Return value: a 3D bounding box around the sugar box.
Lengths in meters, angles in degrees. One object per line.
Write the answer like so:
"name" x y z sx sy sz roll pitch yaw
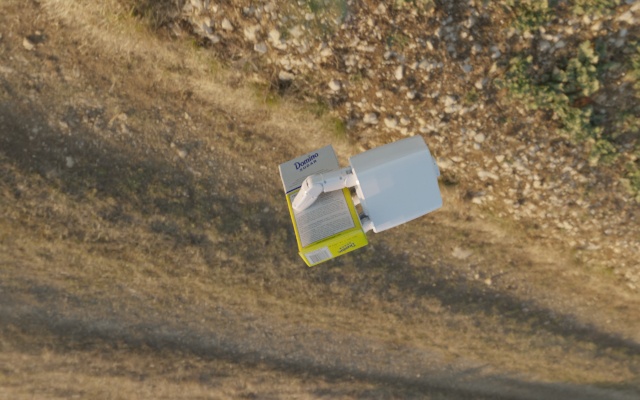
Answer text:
"sugar box" 0.000 0.003 0.706 0.093 0.176 0.048 -21 -43 6
